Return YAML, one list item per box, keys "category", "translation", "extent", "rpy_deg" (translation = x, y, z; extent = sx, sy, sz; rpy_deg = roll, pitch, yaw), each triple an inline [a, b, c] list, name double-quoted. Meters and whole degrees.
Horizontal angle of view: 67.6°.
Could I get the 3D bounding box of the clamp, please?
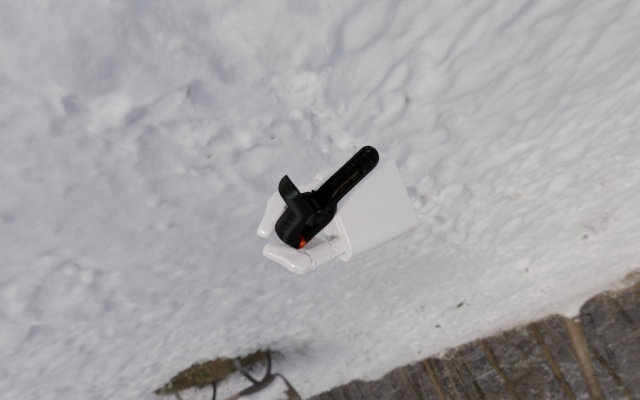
- category: "clamp"
  translation: [0.000, 0.002, 0.536]
  extent: [0.120, 0.039, 0.171]
  rpy_deg: [-20, -20, -20]
